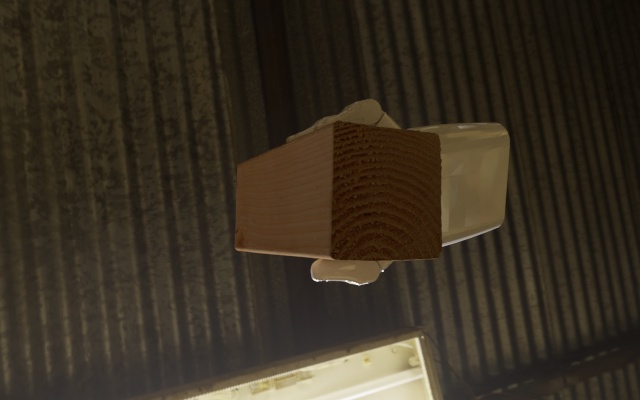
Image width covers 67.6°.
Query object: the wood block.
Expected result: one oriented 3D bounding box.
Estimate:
[{"bbox_3d":[0.000,0.002,0.408,0.090,0.091,0.206,2,-5,-26],"label":"wood block"}]
